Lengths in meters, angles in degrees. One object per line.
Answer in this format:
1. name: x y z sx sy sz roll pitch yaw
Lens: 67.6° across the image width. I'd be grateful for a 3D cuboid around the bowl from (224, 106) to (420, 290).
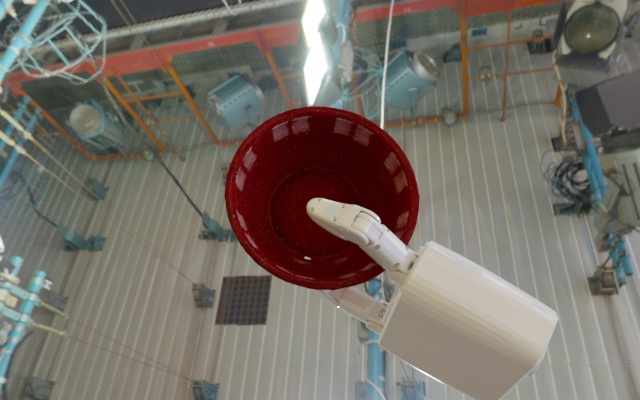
1. bowl: -0.001 0.001 0.417 0.162 0.162 0.055 0 -20 -8
